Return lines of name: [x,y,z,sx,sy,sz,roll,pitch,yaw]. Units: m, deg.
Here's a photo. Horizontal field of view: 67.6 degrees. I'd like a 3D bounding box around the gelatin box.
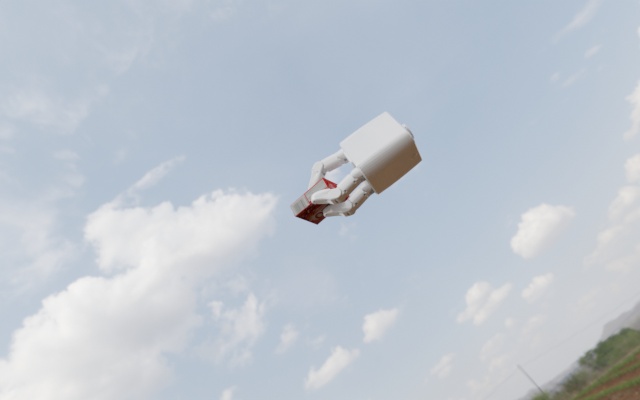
gelatin box: [0.000,0.003,0.887,0.089,0.030,0.073,-40,-33,18]
